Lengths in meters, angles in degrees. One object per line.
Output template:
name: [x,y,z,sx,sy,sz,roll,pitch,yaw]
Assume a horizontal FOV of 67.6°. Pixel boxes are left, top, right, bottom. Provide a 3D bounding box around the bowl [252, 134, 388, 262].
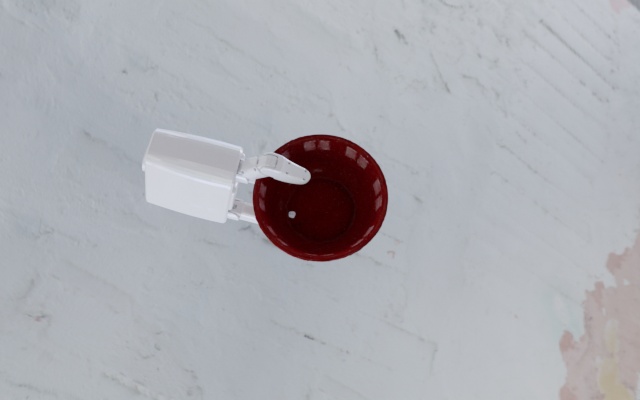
bowl: [0.001,0.003,0.588,0.162,0.162,0.055,0,-20,1]
